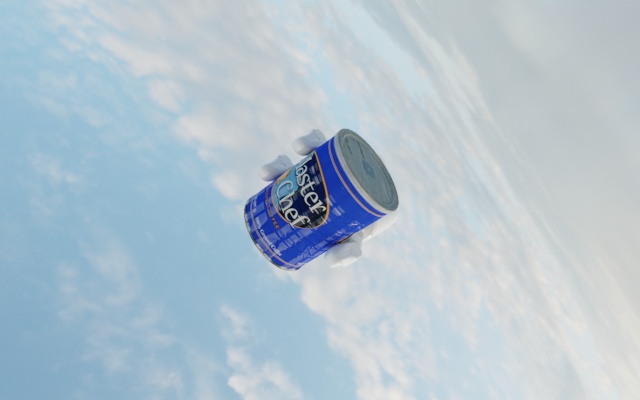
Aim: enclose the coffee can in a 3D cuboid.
[{"bbox_3d":[0.000,0.002,0.530,0.140,0.102,0.103,-34,-16,25],"label":"coffee can"}]
